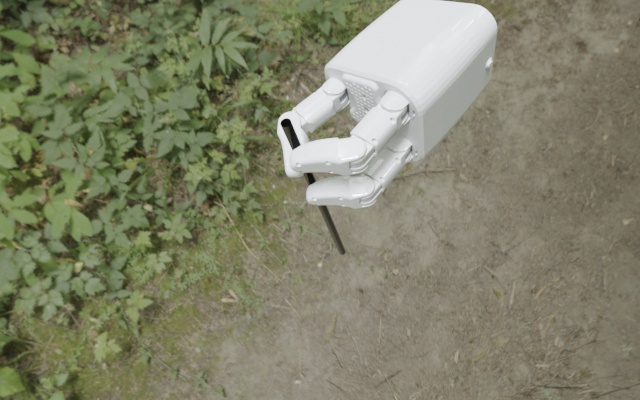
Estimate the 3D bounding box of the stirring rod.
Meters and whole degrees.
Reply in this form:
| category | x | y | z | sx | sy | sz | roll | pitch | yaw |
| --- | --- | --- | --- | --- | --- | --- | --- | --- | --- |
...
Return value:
| category | x | y | z | sx | sy | sz | roll | pitch | yaw |
| --- | --- | --- | --- | --- | --- | --- | --- | --- | --- |
| stirring rod | 0.000 | 0.001 | 0.445 | 0.011 | 0.011 | 0.240 | 0 | -28 | 14 |
